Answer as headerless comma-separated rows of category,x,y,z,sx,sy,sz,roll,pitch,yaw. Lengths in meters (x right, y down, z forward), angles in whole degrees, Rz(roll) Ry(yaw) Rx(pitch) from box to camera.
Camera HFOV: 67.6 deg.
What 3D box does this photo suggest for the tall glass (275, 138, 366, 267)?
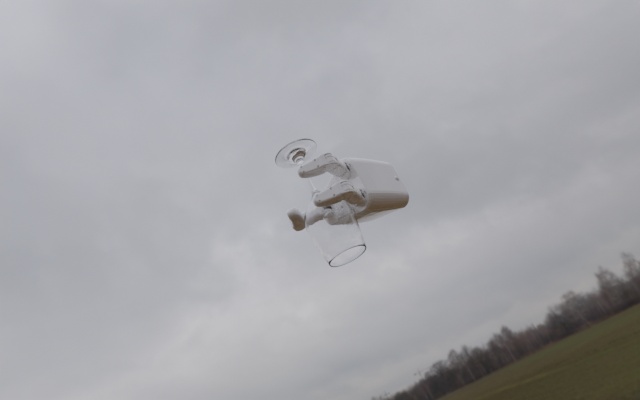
tall glass,0.000,0.002,0.748,0.079,0.201,0.079,-21,-26,-11
